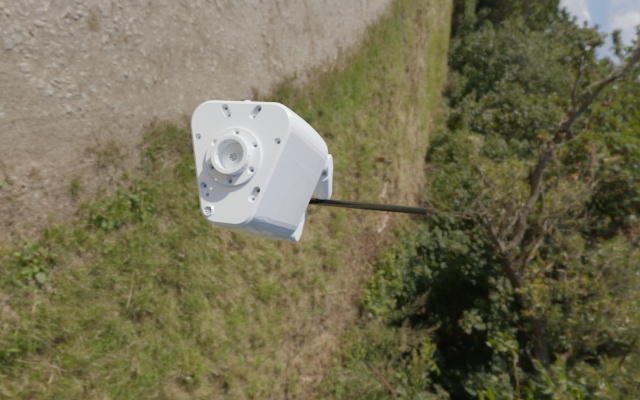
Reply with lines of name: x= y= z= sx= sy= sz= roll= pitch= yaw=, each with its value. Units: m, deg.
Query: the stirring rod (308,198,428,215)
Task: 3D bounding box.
stirring rod: x=0.000 y=0.002 z=0.549 sx=0.239 sy=0.011 sz=0.011 roll=5 pitch=1 yaw=15
